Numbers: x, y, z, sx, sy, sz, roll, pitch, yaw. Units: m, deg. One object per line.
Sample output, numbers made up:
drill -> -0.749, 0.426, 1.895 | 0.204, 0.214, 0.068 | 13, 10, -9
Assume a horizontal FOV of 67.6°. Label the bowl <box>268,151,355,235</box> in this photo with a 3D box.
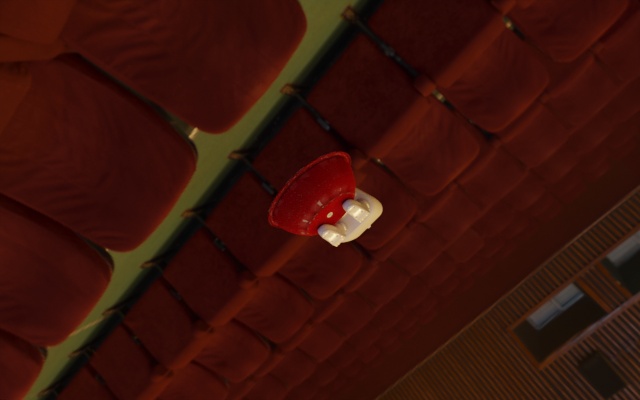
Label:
bowl -> 0.000, 0.003, 0.729 | 0.055, 0.162, 0.162 | 49, 23, 22
